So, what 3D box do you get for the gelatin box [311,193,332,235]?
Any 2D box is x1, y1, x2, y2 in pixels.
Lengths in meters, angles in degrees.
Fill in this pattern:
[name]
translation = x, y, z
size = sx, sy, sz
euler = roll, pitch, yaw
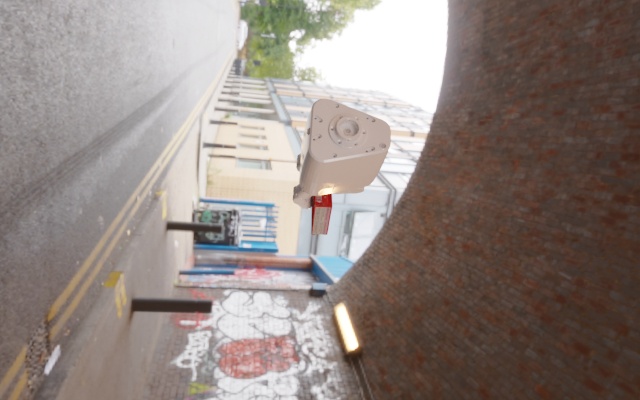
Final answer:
[gelatin box]
translation = 0.001, 0.003, 0.767
size = 0.030, 0.073, 0.089
euler = 1, -34, -3
